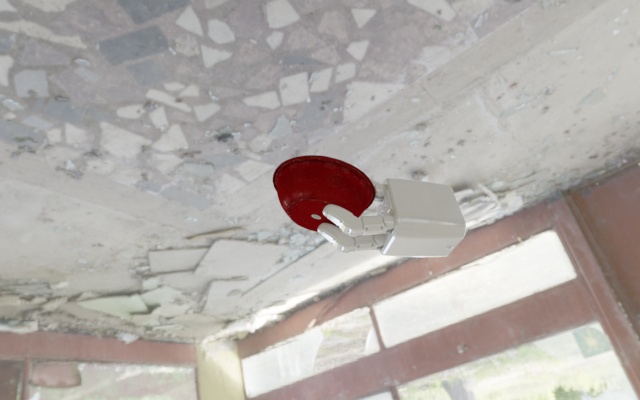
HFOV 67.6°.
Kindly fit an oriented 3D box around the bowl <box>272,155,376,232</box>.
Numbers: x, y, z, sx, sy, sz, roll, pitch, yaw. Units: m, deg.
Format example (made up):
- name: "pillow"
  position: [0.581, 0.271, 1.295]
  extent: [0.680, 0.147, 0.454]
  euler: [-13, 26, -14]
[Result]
- name: "bowl"
  position: [-0.001, 0.003, 0.726]
  extent: [0.162, 0.055, 0.162]
  euler: [9, -33, 6]
